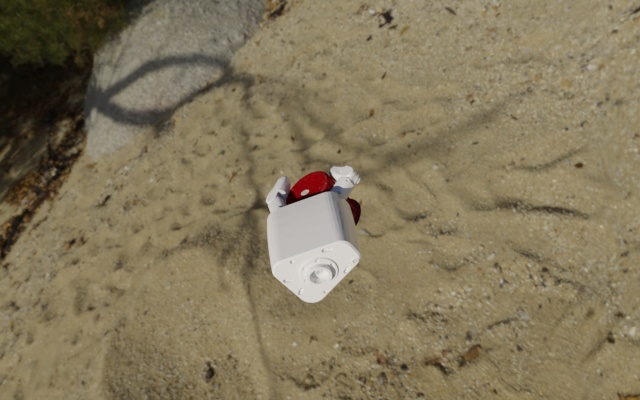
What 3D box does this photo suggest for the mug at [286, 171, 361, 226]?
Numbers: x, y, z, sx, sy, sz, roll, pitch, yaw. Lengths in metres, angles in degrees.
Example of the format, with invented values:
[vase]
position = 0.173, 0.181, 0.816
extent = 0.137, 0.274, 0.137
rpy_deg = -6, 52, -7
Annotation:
[mug]
position = 0.000, 0.001, 0.738
extent = 0.093, 0.081, 0.117
rpy_deg = -33, 34, 17
